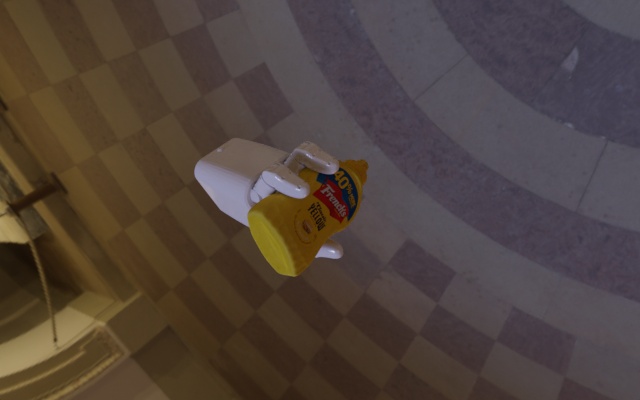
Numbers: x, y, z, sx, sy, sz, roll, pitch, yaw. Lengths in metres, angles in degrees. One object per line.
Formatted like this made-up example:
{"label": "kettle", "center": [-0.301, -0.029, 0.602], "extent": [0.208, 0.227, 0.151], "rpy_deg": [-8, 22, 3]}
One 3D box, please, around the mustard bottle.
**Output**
{"label": "mustard bottle", "center": [0.000, 0.002, 0.604], "extent": [0.058, 0.096, 0.191], "rpy_deg": [-3, 31, 48]}
